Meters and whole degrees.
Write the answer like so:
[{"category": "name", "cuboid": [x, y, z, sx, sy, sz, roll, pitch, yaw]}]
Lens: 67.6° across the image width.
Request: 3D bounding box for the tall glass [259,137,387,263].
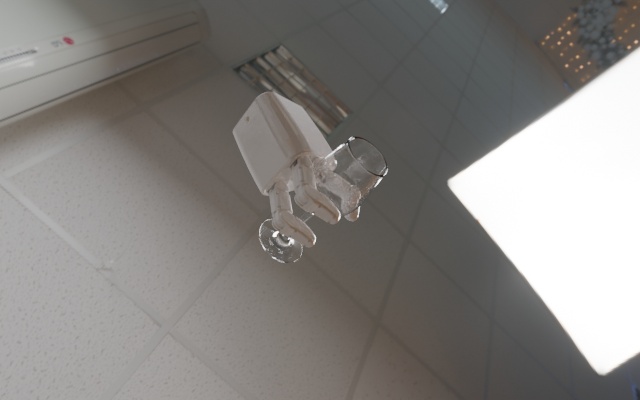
[{"category": "tall glass", "cuboid": [0.000, 0.003, 0.637, 0.079, 0.079, 0.201, 0, -34, -45]}]
